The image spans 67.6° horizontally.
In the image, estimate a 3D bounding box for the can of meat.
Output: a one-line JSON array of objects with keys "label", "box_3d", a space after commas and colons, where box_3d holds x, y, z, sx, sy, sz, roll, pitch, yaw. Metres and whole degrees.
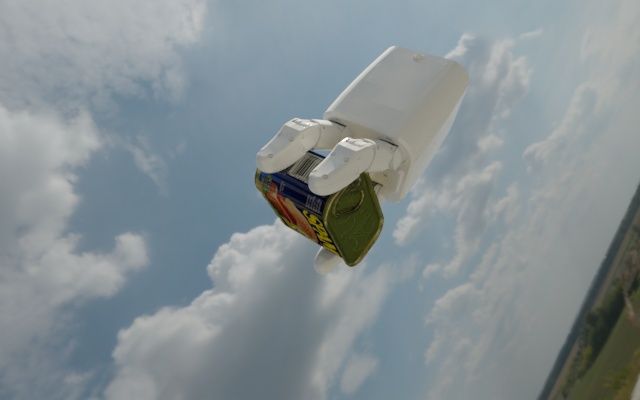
[{"label": "can of meat", "box_3d": [0.000, 0.001, 0.419, 0.084, 0.057, 0.102, 27, -20, 32]}]
